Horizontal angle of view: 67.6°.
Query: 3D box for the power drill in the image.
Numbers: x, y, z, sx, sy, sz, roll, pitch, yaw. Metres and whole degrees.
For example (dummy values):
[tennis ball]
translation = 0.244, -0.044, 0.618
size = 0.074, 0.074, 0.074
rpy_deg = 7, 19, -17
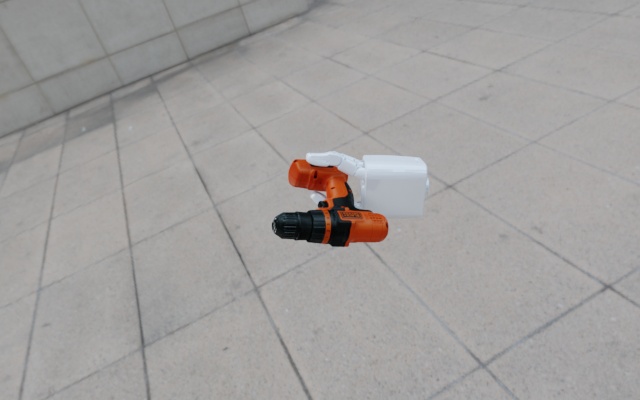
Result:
[power drill]
translation = 0.000, 0.002, 0.781
size = 0.184, 0.057, 0.187
rpy_deg = 4, 35, -20
